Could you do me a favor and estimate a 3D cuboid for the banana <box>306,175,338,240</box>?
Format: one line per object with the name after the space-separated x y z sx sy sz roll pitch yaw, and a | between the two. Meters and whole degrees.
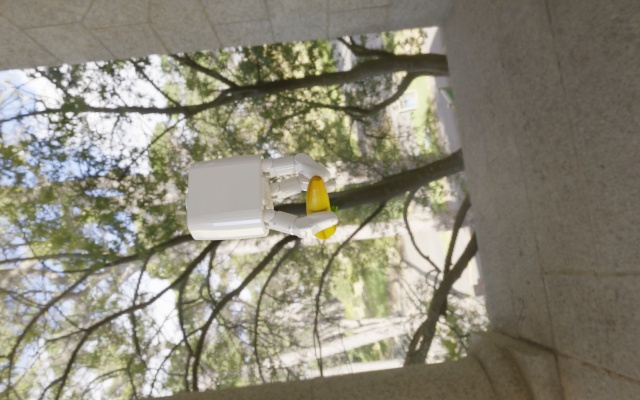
0.001 0.021 0.721 0.037 0.069 0.198 -4 -14 6 | banana
